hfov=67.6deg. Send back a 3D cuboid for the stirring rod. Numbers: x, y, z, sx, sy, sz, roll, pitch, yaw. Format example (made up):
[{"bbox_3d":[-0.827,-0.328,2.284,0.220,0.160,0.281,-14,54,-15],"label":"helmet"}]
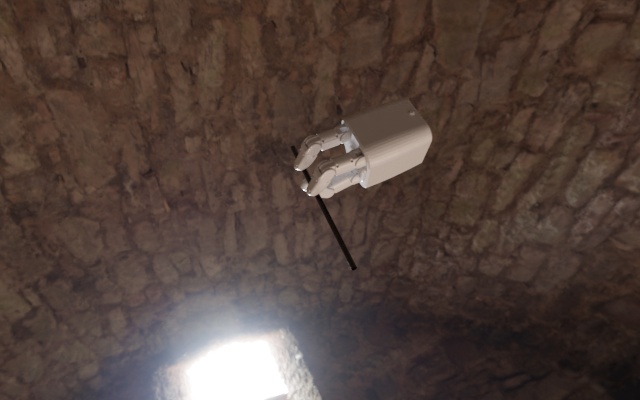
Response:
[{"bbox_3d":[0.000,0.002,0.699,0.011,0.239,0.011,-17,-36,-13],"label":"stirring rod"}]
